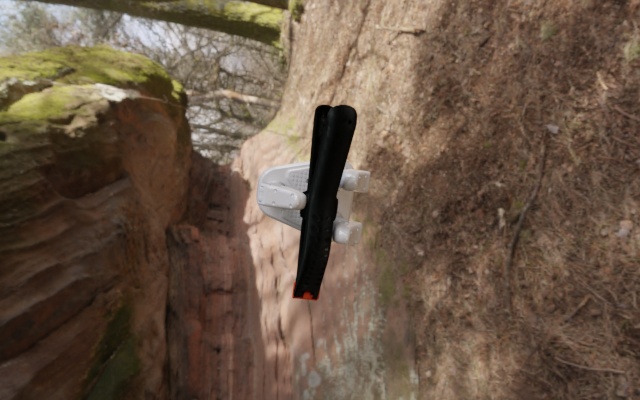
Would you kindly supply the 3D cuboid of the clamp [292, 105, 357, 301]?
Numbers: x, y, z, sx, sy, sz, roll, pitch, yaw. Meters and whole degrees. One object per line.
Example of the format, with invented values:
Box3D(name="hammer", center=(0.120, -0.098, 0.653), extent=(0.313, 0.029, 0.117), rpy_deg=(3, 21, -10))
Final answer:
Box3D(name="clamp", center=(-0.001, 0.002, 0.472), extent=(0.036, 0.210, 0.164), rpy_deg=(8, 4, -6))
